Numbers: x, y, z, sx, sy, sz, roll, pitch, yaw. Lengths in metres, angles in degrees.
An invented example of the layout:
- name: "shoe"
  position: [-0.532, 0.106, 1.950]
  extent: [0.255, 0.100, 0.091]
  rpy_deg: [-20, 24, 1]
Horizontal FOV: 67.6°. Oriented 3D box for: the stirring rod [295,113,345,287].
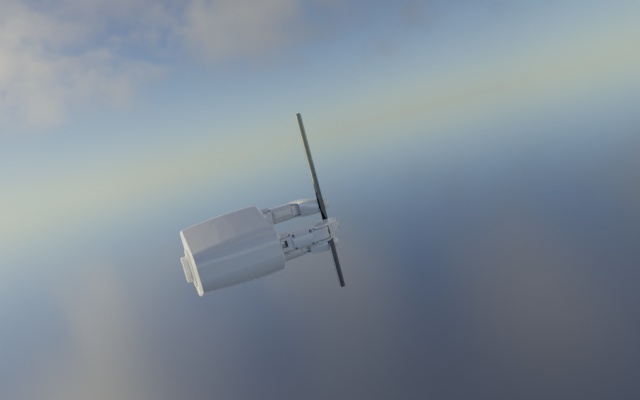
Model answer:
- name: "stirring rod"
  position: [0.000, 0.002, 0.639]
  extent: [0.011, 0.239, 0.011]
  rpy_deg: [-14, 8, 2]
